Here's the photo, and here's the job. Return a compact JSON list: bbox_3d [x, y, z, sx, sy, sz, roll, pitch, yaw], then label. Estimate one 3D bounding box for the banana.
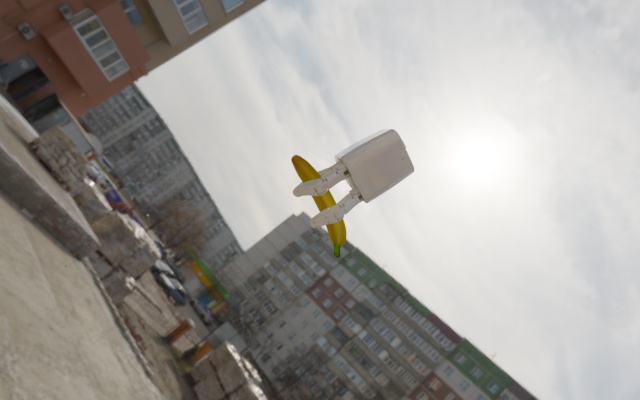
[{"bbox_3d":[0.005,0.003,0.871,0.037,0.198,0.069,-25,4,13],"label":"banana"}]
